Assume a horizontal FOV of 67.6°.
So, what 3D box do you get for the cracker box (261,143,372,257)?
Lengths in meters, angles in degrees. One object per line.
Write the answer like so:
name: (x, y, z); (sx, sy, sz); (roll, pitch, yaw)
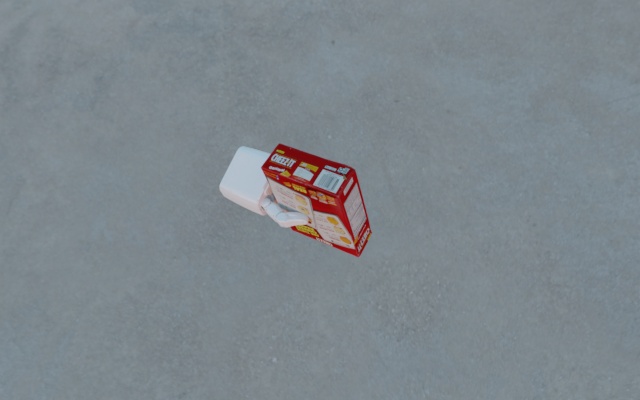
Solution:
cracker box: (0.000, 0.003, 0.894); (0.164, 0.072, 0.214); (21, -26, 27)
